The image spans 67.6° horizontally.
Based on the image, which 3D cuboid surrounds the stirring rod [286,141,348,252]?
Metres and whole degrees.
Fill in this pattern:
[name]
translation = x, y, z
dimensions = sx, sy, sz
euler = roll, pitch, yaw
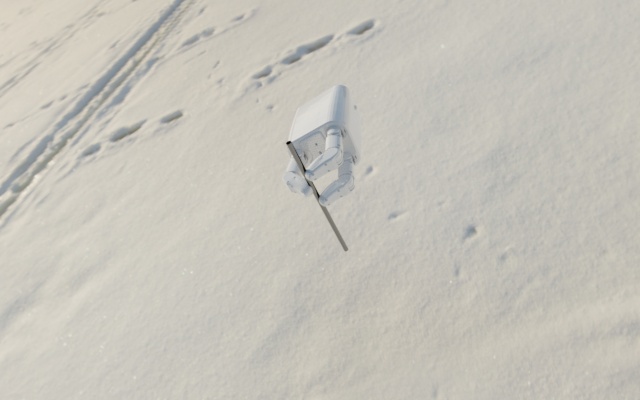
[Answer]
[stirring rod]
translation = 0.000, 0.002, 0.718
dimensions = 0.011, 0.011, 0.240
euler = 0, -41, 28
